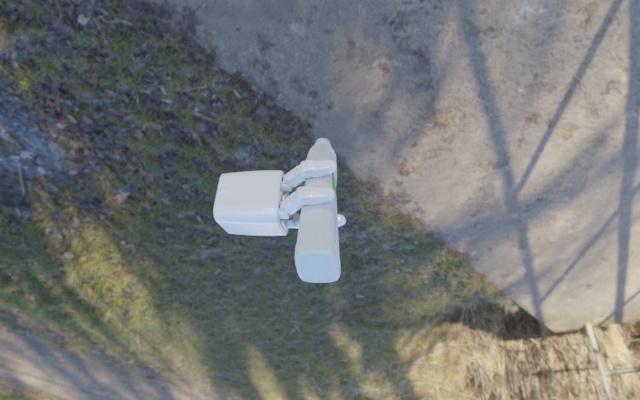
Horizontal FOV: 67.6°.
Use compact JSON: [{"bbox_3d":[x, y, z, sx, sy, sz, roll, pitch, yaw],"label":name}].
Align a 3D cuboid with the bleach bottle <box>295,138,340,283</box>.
[{"bbox_3d":[0.000,0.003,0.797,0.068,0.250,0.103,-1,-36,5],"label":"bleach bottle"}]
